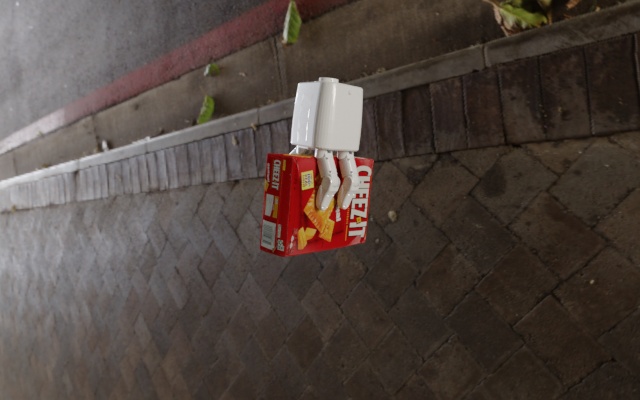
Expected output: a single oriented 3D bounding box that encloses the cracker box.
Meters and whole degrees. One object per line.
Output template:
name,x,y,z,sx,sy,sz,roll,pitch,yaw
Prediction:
cracker box,0.000,0.003,0.835,0.072,0.164,0.213,13,11,42
